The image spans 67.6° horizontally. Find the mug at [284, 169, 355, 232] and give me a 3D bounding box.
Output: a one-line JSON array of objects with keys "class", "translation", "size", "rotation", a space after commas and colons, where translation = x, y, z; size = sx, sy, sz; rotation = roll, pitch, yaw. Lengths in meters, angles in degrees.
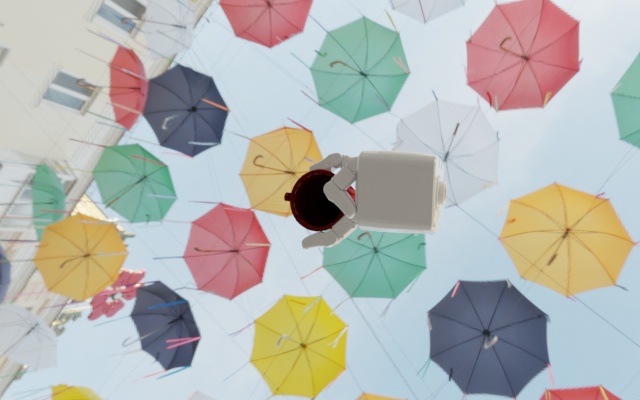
[{"class": "mug", "translation": [-0.001, 0.002, 0.748], "size": [0.117, 0.093, 0.081], "rotation": [4, -4, 22]}]
